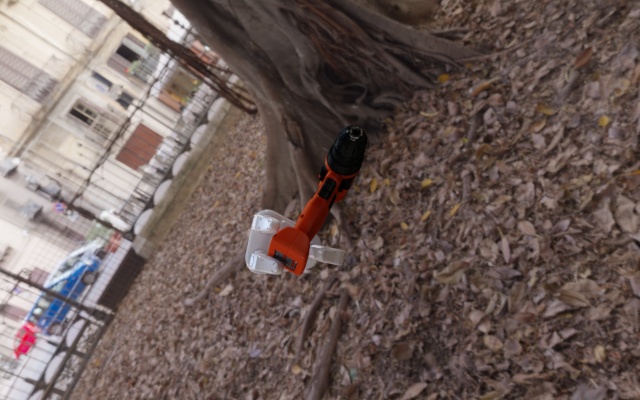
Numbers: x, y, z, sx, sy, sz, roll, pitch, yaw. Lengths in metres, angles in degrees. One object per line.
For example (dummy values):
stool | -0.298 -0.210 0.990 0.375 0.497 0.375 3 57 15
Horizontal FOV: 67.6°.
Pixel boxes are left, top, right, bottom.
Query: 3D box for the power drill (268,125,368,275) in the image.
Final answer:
power drill | 0.000 0.003 0.665 0.057 0.187 0.184 30 -25 7
